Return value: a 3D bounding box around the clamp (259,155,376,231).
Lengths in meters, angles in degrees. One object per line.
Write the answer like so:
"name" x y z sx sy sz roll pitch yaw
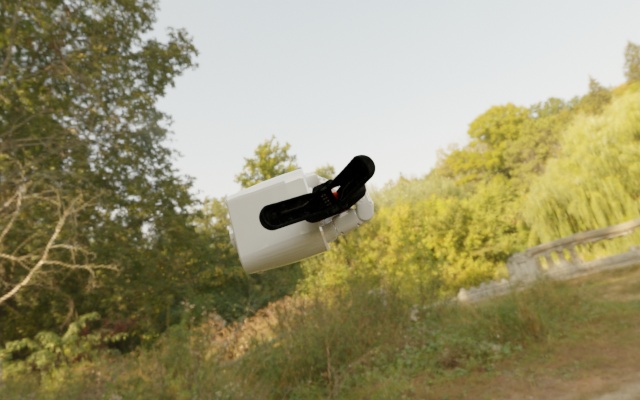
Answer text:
"clamp" 0.000 0.001 0.512 0.120 0.039 0.171 -21 -11 1
